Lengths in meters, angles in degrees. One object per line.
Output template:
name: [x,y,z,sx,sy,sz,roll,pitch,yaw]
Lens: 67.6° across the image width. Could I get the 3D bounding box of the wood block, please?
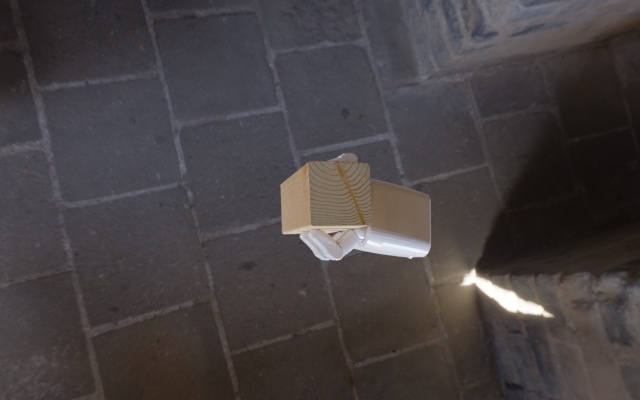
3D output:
wood block: [0.001,0.002,0.746,0.090,0.091,0.206,0,-7,-16]
